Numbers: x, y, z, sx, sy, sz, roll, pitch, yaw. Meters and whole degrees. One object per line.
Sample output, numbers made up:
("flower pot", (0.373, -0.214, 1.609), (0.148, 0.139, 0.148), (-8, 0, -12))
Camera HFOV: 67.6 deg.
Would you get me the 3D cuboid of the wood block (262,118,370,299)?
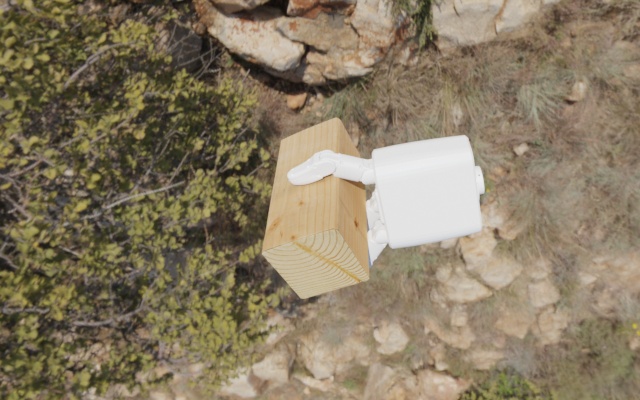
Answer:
("wood block", (0.000, 0.002, 0.587), (0.090, 0.091, 0.206), (-19, 38, 19))
